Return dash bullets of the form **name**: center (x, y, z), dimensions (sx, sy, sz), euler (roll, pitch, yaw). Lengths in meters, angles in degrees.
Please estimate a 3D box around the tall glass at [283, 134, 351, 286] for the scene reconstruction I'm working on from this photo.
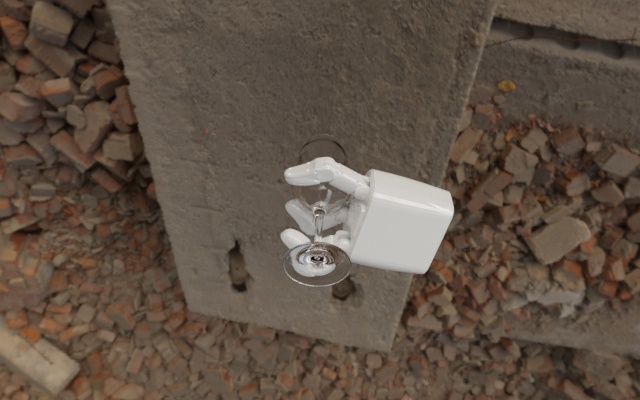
- **tall glass**: center (0.000, 0.002, 0.584), dimensions (0.079, 0.079, 0.200), euler (0, 44, 3)
